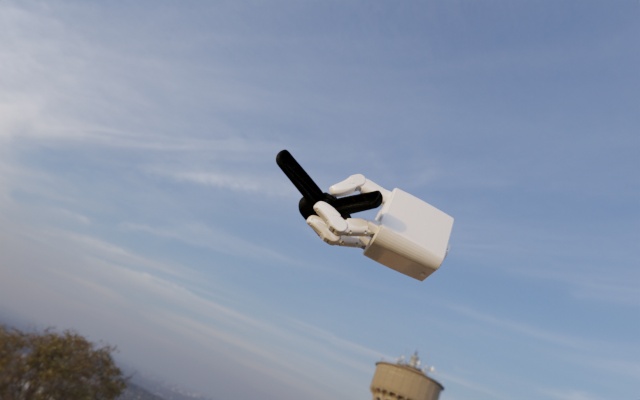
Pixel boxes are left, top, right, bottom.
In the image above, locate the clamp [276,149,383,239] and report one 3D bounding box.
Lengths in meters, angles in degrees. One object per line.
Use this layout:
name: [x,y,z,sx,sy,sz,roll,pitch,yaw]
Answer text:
clamp: [0.001,0.002,0.752,0.164,0.036,0.210,28,-25,5]
